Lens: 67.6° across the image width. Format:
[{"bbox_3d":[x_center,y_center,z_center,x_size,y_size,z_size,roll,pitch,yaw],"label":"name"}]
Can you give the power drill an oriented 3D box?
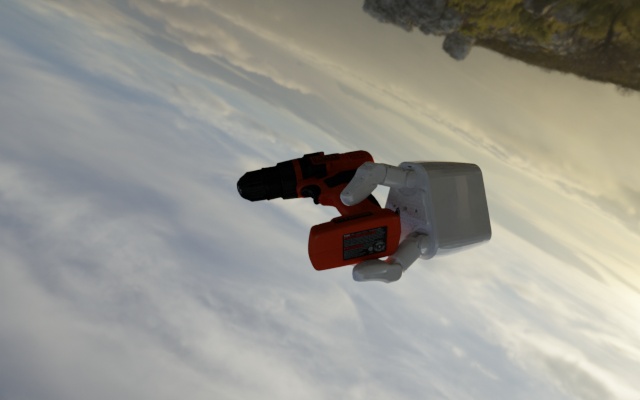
[{"bbox_3d":[0.000,0.002,0.572,0.184,0.057,0.187,-12,35,-10],"label":"power drill"}]
